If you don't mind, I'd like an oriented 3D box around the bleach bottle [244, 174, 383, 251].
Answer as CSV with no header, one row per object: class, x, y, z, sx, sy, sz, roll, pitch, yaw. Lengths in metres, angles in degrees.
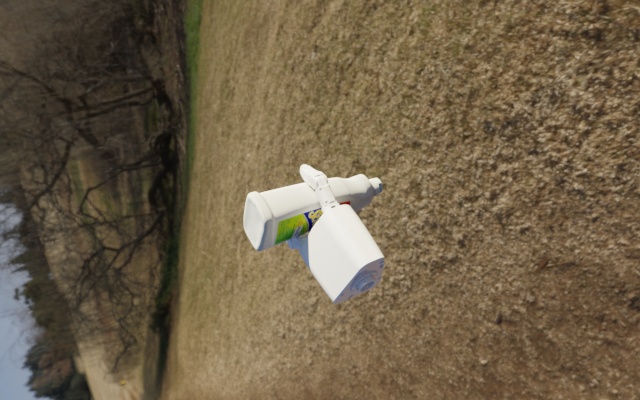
bleach bottle,0.000,0.003,0.794,0.251,0.068,0.103,-18,-32,-28
